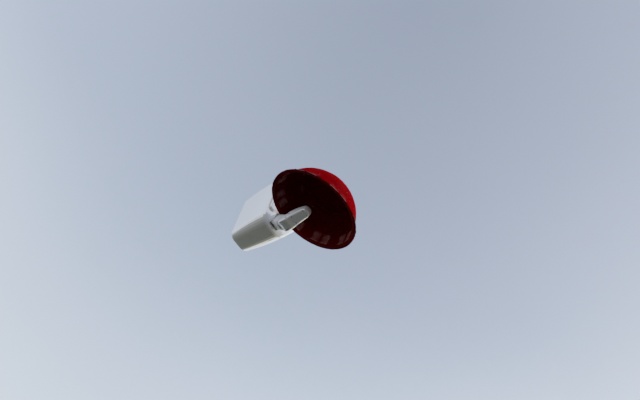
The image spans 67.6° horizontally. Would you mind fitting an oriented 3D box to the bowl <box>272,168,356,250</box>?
[{"bbox_3d":[0.001,0.002,0.784,0.162,0.162,0.055,0,36,42],"label":"bowl"}]
